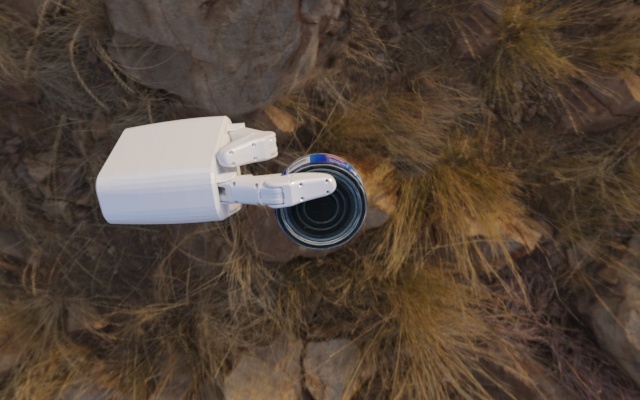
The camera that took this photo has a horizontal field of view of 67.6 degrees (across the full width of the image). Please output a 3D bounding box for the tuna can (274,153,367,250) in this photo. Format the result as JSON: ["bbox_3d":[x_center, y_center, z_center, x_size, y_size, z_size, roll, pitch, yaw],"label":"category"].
[{"bbox_3d":[0.000,0.002,0.442,0.086,0.086,0.033,0,19,-2],"label":"tuna can"}]
